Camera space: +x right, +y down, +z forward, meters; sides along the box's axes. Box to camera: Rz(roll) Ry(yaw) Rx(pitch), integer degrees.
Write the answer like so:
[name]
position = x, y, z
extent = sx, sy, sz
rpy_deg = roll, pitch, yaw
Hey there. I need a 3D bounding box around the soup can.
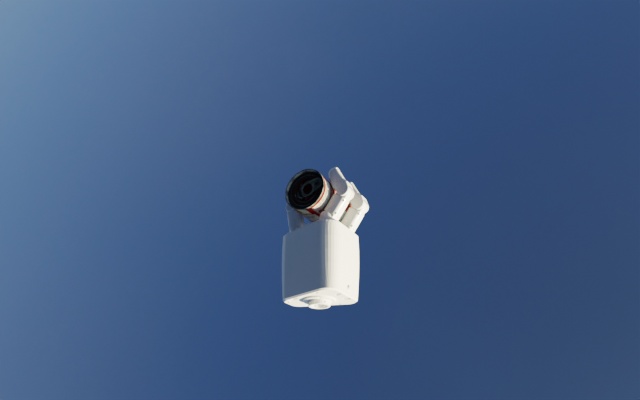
[soup can]
position = 0.000, 0.002, 0.757
extent = 0.068, 0.068, 0.102
rpy_deg = 0, -23, 32
